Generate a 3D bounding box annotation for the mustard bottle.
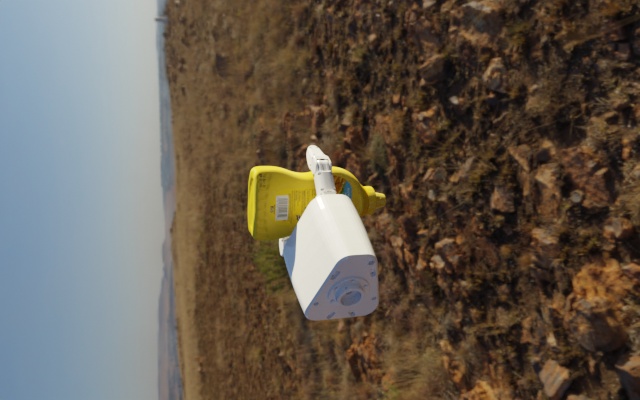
[{"bbox_3d":[0.000,0.002,0.650,0.191,0.096,0.058,-1,14,-19],"label":"mustard bottle"}]
